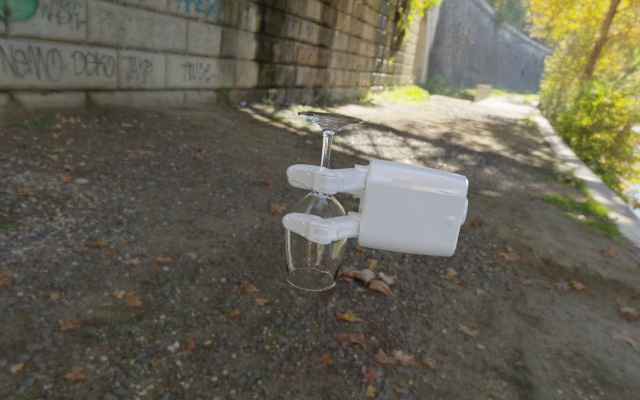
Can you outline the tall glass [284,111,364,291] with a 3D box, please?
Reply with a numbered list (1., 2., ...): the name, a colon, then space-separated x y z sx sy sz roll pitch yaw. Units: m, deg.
1. tall glass: 0.000 0.001 0.558 0.079 0.201 0.079 7 16 -2
